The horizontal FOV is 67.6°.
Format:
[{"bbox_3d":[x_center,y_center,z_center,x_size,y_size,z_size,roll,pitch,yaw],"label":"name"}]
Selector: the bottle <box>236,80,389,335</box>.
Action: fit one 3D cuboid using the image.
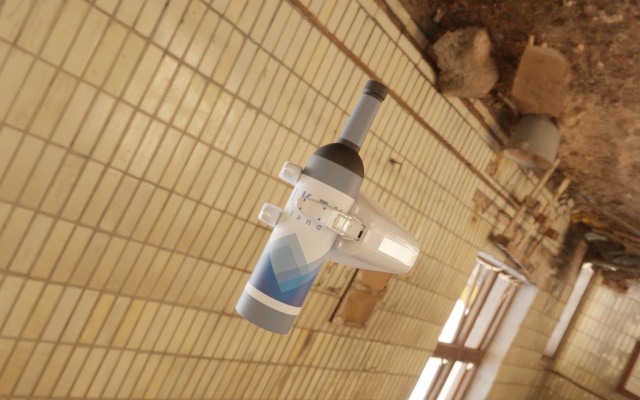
[{"bbox_3d":[0.000,0.002,0.537,0.069,0.295,0.069,26,-1,1],"label":"bottle"}]
